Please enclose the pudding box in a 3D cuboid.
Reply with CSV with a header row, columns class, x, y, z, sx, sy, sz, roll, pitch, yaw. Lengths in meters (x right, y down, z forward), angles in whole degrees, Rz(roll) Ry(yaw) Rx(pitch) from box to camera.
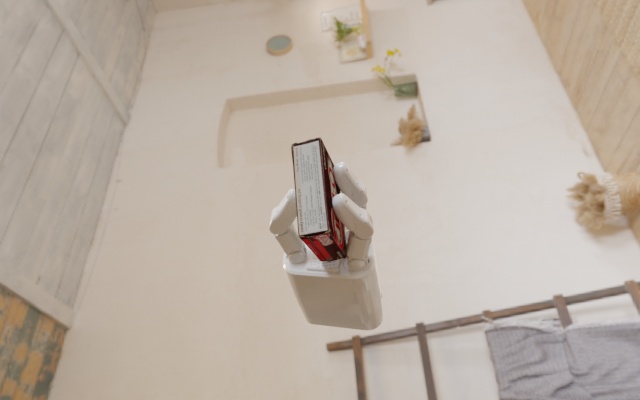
class,x,y,z,sx,sy,sz,roll,pitch,yaw
pudding box,0.000,0.002,0.530,0.039,0.113,0.090,-12,-25,9
